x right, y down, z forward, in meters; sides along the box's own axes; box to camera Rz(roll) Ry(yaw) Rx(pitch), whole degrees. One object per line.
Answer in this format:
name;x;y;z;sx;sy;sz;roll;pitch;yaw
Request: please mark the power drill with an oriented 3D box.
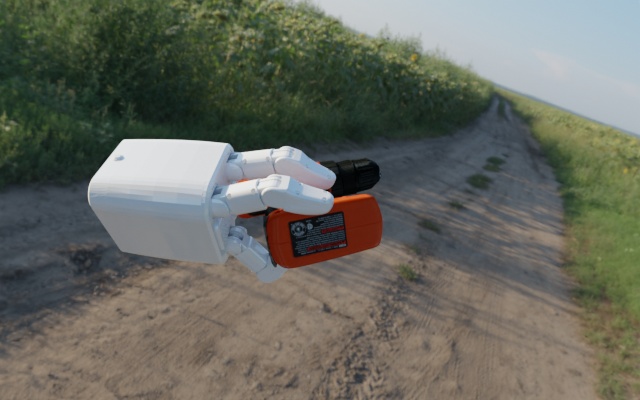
power drill;0.000;0.002;0.510;0.184;0.057;0.187;-14;17;-10
